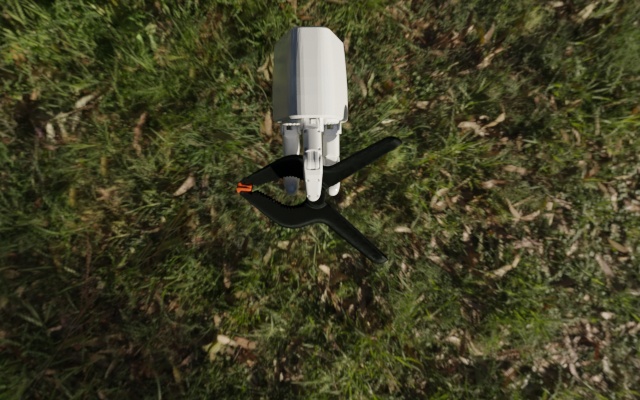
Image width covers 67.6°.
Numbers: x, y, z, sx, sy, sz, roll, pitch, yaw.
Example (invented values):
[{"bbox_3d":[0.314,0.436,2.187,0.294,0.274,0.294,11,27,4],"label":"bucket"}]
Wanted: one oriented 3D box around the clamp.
[{"bbox_3d":[0.000,0.002,0.610,0.210,0.164,0.036,-1,6,-2],"label":"clamp"}]
